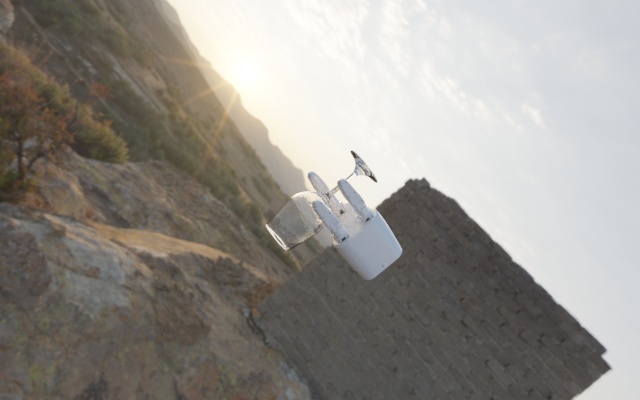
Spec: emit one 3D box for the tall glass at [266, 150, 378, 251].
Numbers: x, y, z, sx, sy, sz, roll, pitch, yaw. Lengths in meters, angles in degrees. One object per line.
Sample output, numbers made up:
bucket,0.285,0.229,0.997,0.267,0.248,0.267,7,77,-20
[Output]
tall glass,0.001,0.002,0.838,0.201,0.079,0.079,-39,1,-2
